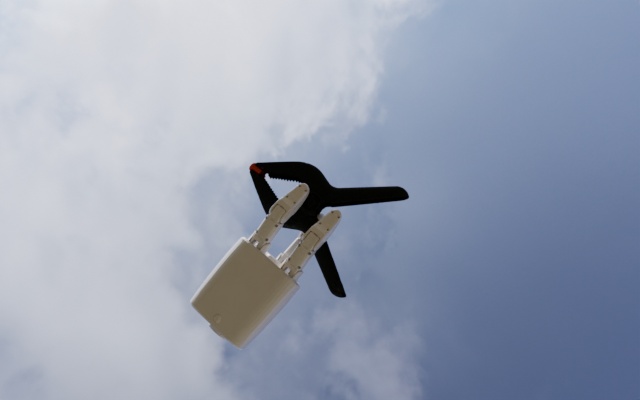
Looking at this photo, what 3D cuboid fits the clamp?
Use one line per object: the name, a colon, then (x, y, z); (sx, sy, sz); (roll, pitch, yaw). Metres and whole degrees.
clamp: (0.000, 0.002, 0.635); (0.210, 0.164, 0.036); (38, -10, 15)
